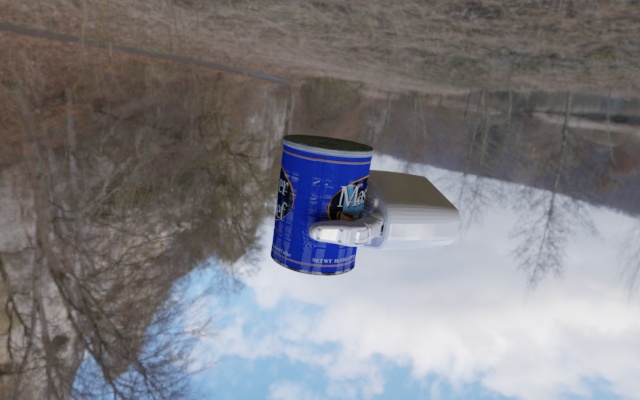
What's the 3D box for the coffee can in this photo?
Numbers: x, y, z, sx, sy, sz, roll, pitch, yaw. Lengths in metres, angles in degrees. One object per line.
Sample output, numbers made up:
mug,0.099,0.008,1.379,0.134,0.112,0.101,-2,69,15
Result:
coffee can,0.000,0.002,0.552,0.103,0.140,0.102,7,14,-2
